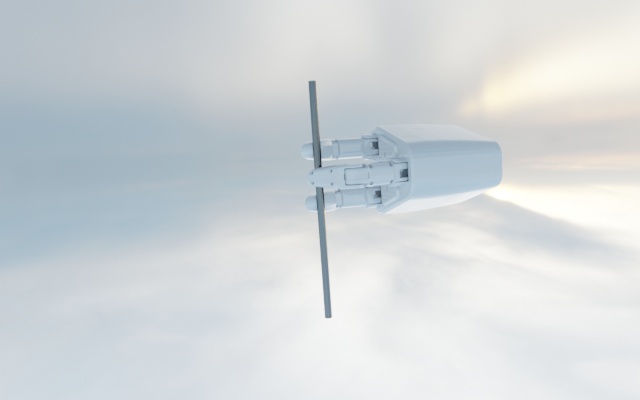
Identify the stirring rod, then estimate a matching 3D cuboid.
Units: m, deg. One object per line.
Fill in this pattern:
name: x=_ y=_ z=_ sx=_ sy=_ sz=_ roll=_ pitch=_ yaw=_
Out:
stirring rod: x=0.000 y=0.001 z=0.483 sx=0.011 sy=0.239 sz=0.011 roll=-4 pitch=6 yaw=0
